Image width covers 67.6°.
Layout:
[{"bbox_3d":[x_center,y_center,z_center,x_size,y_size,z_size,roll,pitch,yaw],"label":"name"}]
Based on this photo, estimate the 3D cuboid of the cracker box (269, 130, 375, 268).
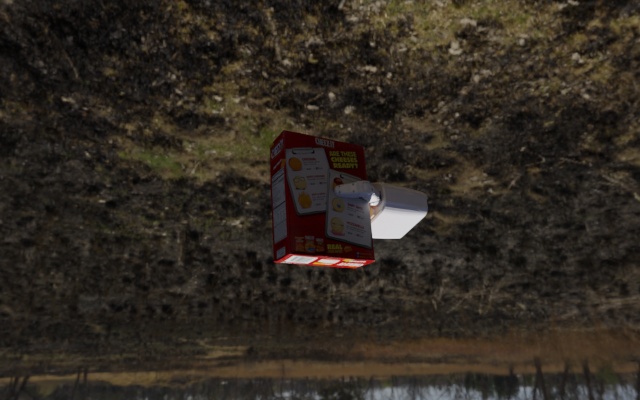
[{"bbox_3d":[0.000,0.003,0.813,0.164,0.213,0.072,8,-23,-30],"label":"cracker box"}]
